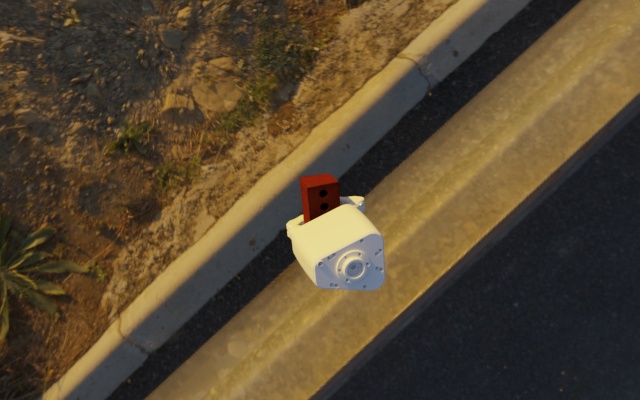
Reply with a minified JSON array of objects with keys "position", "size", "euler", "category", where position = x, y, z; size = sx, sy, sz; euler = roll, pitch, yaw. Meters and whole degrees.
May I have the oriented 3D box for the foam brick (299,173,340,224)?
[{"position":[0.000,0.002,0.756],"size":[0.053,0.078,0.051],"euler":[-11,21,-13],"category":"foam brick"}]
